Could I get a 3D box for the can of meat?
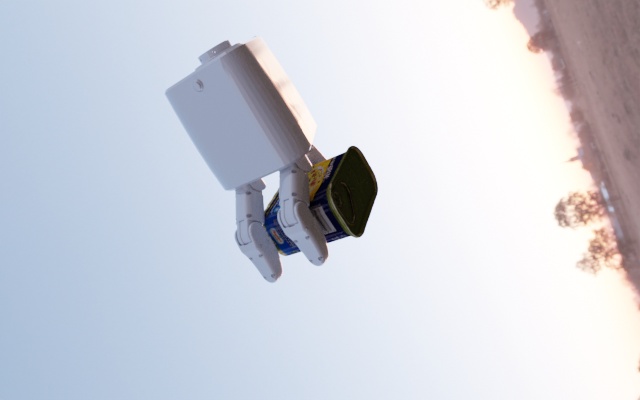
[{"bbox_3d":[0.000,0.002,0.461,0.084,0.057,0.102,-20,25,30],"label":"can of meat"}]
